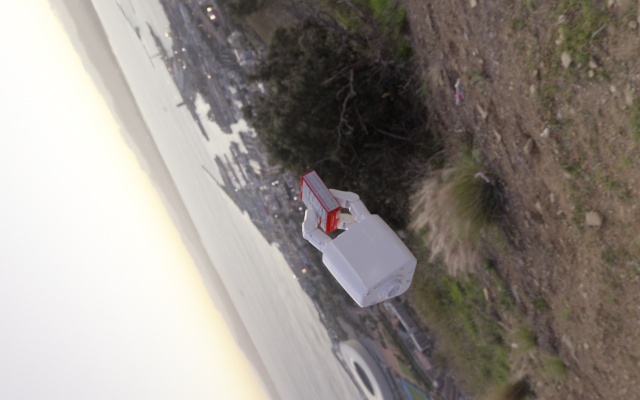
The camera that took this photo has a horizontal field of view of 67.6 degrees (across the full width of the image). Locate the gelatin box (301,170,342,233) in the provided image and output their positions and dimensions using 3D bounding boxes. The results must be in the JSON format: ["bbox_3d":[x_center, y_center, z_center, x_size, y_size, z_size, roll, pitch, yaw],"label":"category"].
[{"bbox_3d":[0.000,0.003,0.826,0.030,0.089,0.073,-29,-25,-18],"label":"gelatin box"}]
